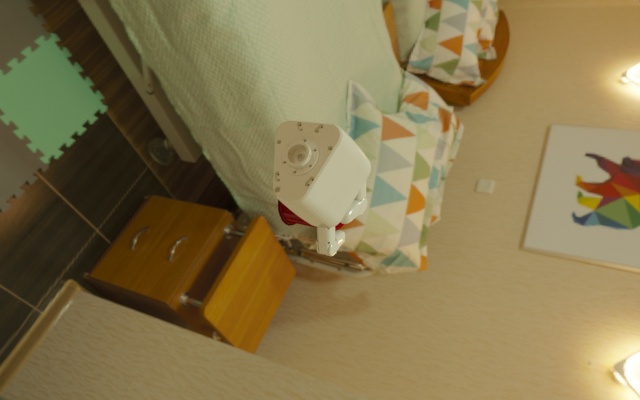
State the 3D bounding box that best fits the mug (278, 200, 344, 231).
[{"bbox_3d":[0.001,0.003,0.722,0.081,0.093,0.117,10,-12,27],"label":"mug"}]
